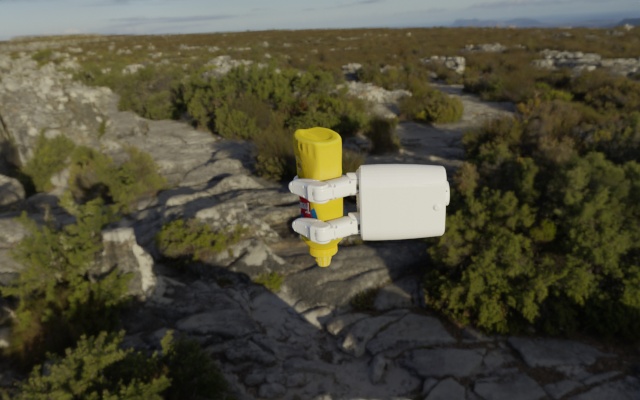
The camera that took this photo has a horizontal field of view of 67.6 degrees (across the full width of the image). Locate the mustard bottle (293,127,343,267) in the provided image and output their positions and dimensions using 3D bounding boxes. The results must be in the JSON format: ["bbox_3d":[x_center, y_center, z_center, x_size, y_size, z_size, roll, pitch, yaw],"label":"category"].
[{"bbox_3d":[0.000,0.002,0.652,0.058,0.192,0.096,-11,22,-18],"label":"mustard bottle"}]
